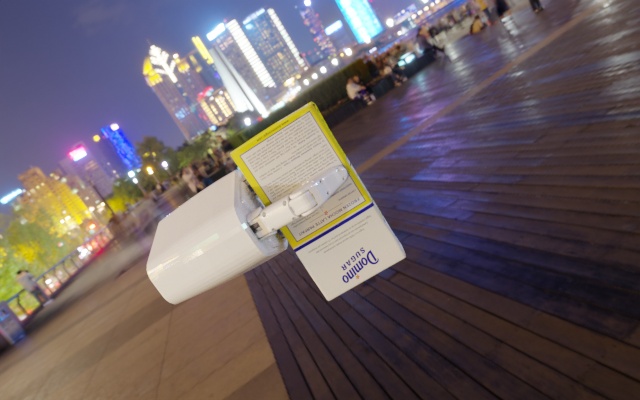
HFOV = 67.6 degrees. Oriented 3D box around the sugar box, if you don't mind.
[{"bbox_3d":[0.000,0.001,0.473,0.093,0.176,0.048,-30,12,8],"label":"sugar box"}]
